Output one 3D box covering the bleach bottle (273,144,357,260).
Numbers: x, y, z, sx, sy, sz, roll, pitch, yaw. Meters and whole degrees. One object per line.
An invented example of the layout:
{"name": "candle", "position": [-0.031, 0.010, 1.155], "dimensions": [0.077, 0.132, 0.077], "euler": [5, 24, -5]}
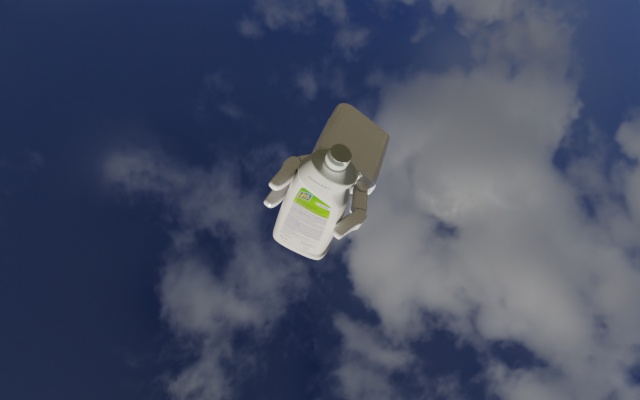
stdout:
{"name": "bleach bottle", "position": [0.000, 0.002, 0.702], "dimensions": [0.102, 0.068, 0.251], "euler": [24, -32, -4]}
